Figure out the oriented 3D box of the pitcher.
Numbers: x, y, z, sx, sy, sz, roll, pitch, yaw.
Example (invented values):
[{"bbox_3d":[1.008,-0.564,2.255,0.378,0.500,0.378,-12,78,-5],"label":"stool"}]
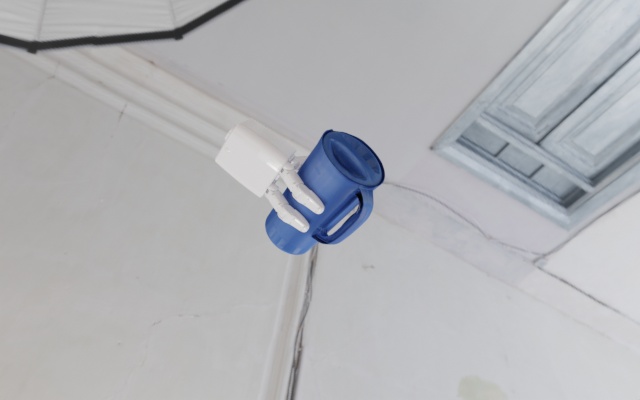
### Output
[{"bbox_3d":[0.000,0.003,0.878,0.145,0.243,0.149,38,36,-4],"label":"pitcher"}]
